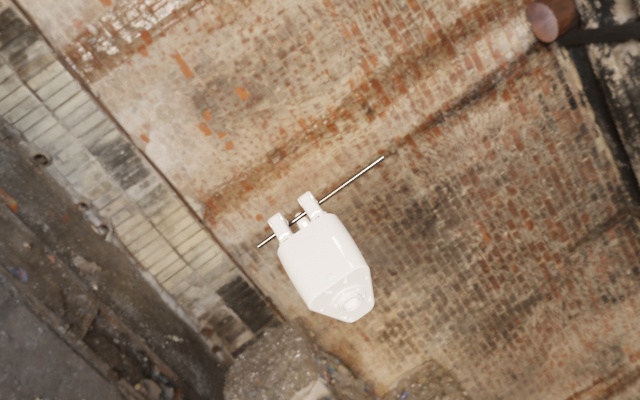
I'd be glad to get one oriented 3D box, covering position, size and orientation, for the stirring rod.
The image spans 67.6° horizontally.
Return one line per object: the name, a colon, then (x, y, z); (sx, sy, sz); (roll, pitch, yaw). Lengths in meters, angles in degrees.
stirring rod: (0.000, 0.003, 0.749); (0.239, 0.011, 0.011); (-36, -1, 1)
